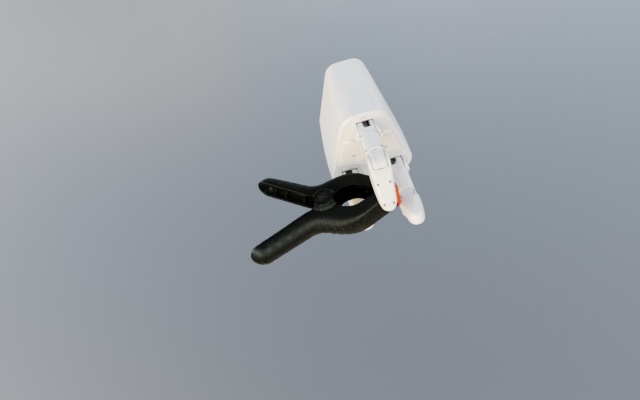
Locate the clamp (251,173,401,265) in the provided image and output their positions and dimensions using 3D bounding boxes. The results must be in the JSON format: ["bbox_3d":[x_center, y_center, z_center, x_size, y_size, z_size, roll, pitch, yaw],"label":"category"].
[{"bbox_3d":[0.000,0.001,0.537,0.171,0.120,0.039,-16,-39,2],"label":"clamp"}]
